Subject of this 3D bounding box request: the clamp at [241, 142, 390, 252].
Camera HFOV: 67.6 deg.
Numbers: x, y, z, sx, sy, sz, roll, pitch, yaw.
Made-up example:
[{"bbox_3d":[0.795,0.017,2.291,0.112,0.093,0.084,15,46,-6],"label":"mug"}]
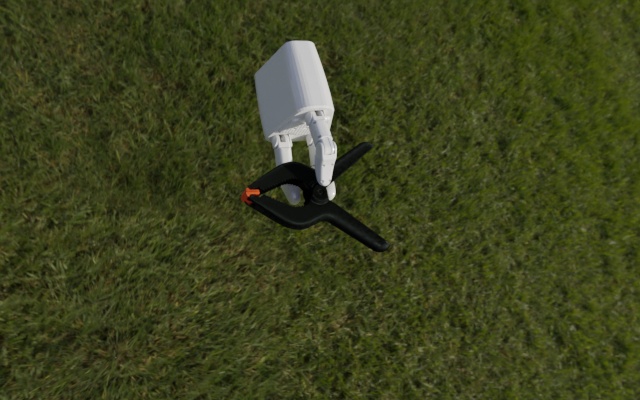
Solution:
[{"bbox_3d":[0.000,0.002,0.650,0.210,0.164,0.036,-7,-16,-25],"label":"clamp"}]
